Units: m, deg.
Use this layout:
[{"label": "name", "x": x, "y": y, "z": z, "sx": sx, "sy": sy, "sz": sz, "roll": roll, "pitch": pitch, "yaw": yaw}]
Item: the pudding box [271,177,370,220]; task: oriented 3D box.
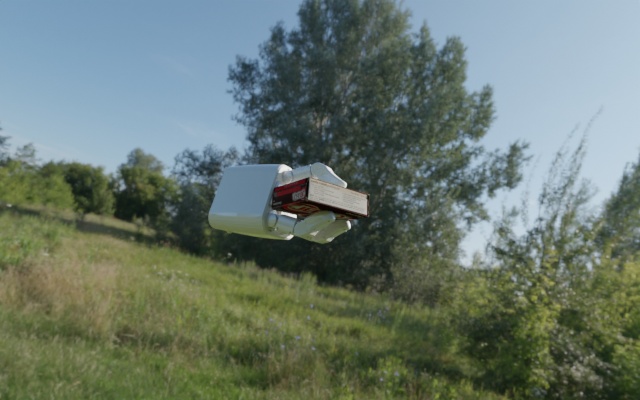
[{"label": "pudding box", "x": 0.000, "y": 0.002, "z": 0.685, "sx": 0.113, "sy": 0.039, "sz": 0.090, "roll": 12, "pitch": -14, "yaw": -35}]
